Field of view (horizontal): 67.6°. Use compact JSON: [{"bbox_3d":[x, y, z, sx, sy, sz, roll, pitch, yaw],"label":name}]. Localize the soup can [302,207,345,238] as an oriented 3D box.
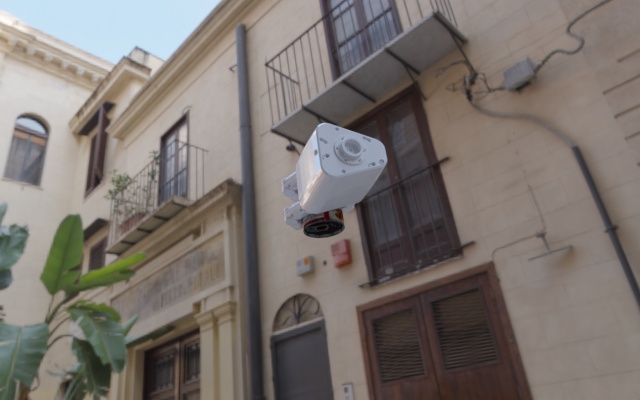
[{"bbox_3d":[0.000,0.003,0.793,0.068,0.102,0.068,-6,-27,-3],"label":"soup can"}]
